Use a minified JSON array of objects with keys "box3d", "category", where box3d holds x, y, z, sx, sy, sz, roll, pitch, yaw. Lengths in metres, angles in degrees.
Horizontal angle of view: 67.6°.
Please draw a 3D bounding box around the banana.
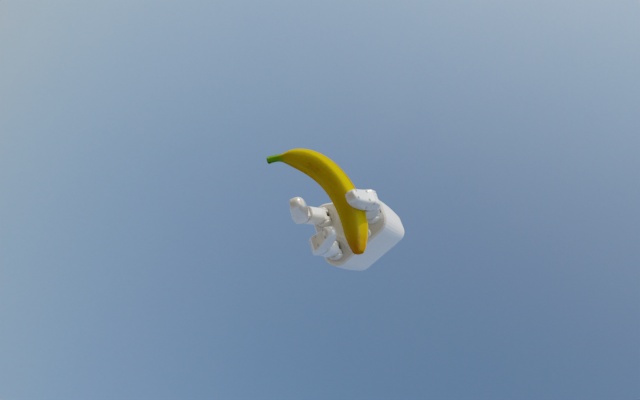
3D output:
[{"box3d":[0.011,-0.013,0.662,0.197,0.069,0.037,45,-1,23],"category":"banana"}]
